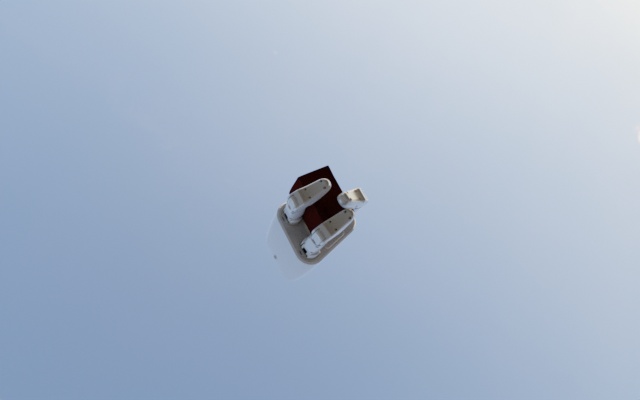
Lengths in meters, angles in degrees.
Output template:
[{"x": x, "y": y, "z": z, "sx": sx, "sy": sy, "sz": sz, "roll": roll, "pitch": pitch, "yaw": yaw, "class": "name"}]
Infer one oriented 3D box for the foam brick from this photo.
[{"x": 0.000, "y": 0.002, "z": 0.663, "sx": 0.053, "sy": 0.078, "sz": 0.051, "roll": -21, "pitch": -16, "yaw": -27, "class": "foam brick"}]
